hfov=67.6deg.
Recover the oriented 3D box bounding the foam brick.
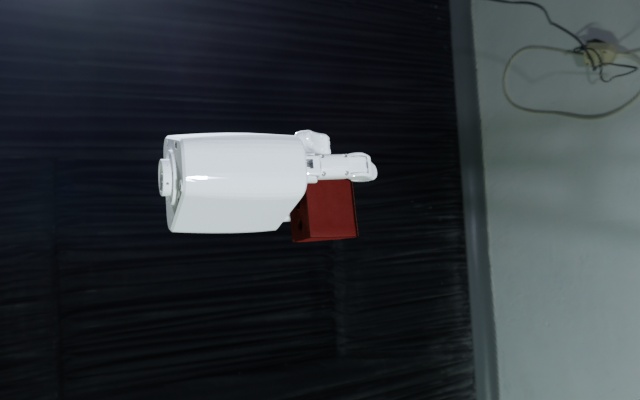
[{"bbox_3d":[0.000,0.002,0.475,0.051,0.078,0.053,-2,-8,-24],"label":"foam brick"}]
